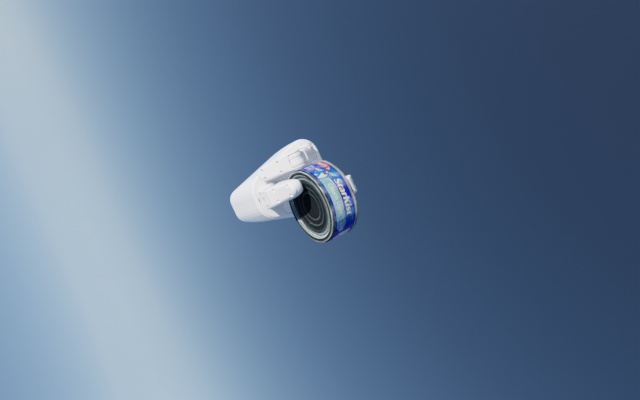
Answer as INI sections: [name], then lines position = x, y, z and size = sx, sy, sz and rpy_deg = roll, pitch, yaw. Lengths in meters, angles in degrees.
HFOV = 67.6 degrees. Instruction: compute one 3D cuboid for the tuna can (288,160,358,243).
[tuna can]
position = 0.000, 0.002, 0.522
size = 0.033, 0.086, 0.086
rpy_deg = -24, 13, -31
